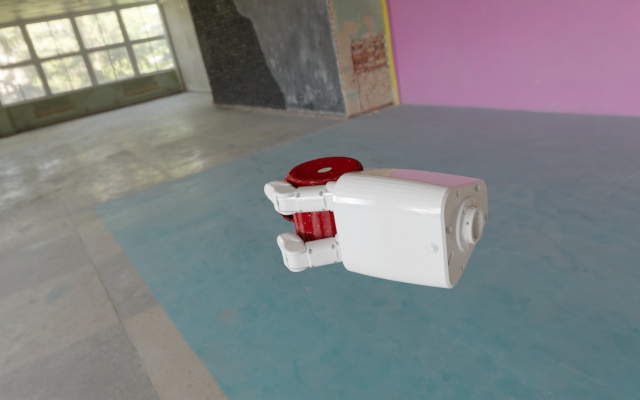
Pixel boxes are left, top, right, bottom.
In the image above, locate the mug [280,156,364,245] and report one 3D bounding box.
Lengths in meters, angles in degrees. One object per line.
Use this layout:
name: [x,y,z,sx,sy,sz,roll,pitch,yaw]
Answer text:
mug: [-0.001,0.001,0.518,0.117,0.081,0.093,7,27,35]
